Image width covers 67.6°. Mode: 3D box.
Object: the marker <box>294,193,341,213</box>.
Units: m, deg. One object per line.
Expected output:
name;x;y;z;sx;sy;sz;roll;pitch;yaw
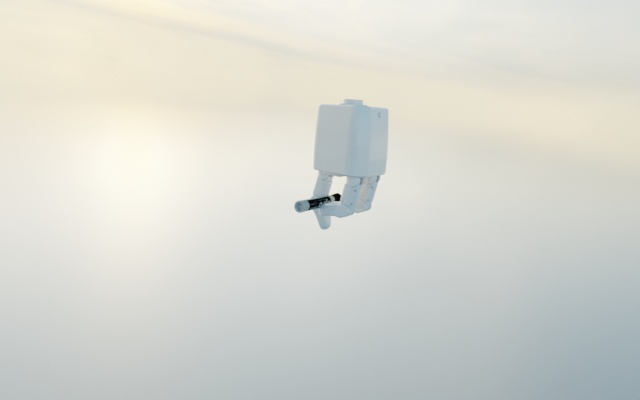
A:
marker;0.000;0.003;0.769;0.020;0.020;0.121;0;7;33
